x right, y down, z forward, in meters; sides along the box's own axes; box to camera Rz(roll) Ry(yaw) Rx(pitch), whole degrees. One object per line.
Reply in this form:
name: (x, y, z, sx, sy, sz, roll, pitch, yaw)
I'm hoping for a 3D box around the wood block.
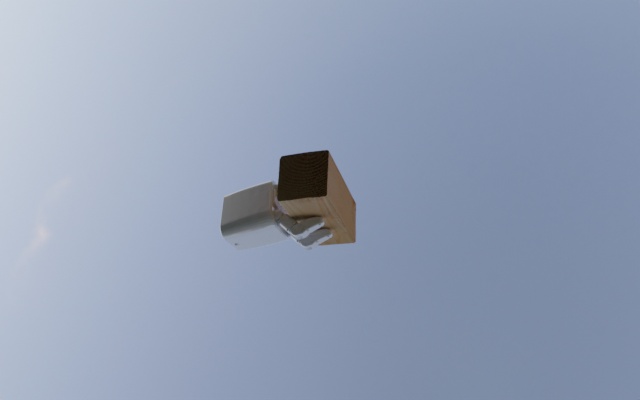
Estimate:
wood block: (0.000, 0.003, 0.881, 0.090, 0.090, 0.206, -6, -28, 15)
